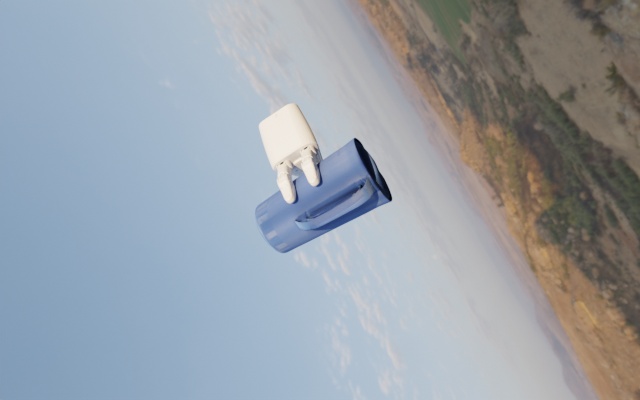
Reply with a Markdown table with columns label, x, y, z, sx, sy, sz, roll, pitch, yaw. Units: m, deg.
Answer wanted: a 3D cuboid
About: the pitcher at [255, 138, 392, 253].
| label | x | y | z | sx | sy | sz | roll | pitch | yaw |
| --- | --- | --- | --- | --- | --- | --- | --- | --- | --- |
| pitcher | 0.000 | 0.003 | 0.882 | 0.243 | 0.145 | 0.149 | -31 | -26 | 16 |
